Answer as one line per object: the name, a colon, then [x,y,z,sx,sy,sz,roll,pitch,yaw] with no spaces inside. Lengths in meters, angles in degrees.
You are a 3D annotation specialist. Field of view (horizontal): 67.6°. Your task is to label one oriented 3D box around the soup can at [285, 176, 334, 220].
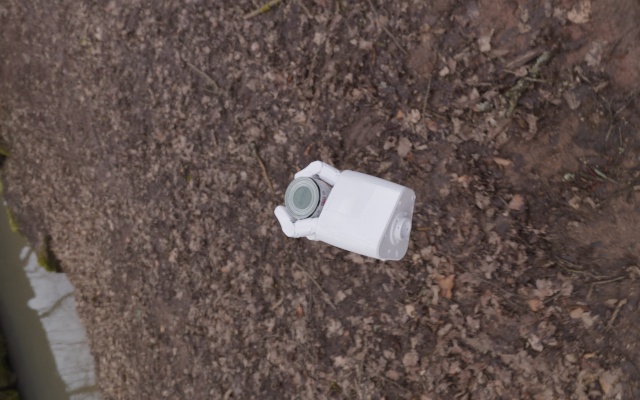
soup can: [0.000,0.002,0.758,0.068,0.068,0.102,0,-7,35]
